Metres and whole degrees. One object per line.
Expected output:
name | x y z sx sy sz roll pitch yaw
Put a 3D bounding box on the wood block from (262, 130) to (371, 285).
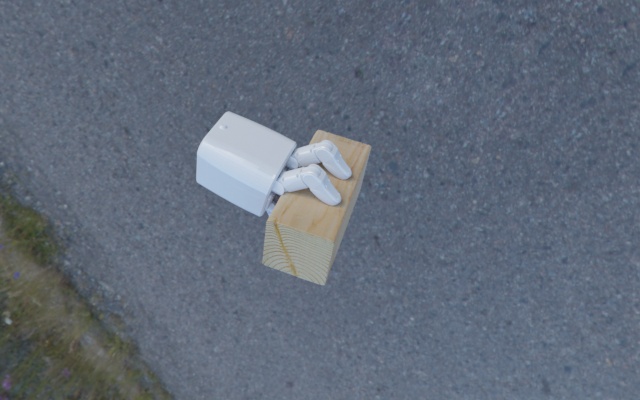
wood block | 0.000 0.002 0.672 0.090 0.091 0.206 18 45 7
